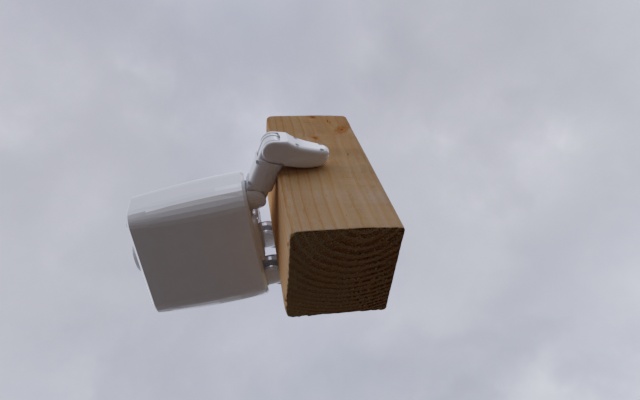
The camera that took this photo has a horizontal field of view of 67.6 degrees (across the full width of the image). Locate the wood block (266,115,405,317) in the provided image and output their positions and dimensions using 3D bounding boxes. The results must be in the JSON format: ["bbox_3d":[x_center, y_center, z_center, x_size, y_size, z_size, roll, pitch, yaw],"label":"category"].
[{"bbox_3d":[0.000,0.001,0.459,0.090,0.091,0.206,-2,34,-11],"label":"wood block"}]
